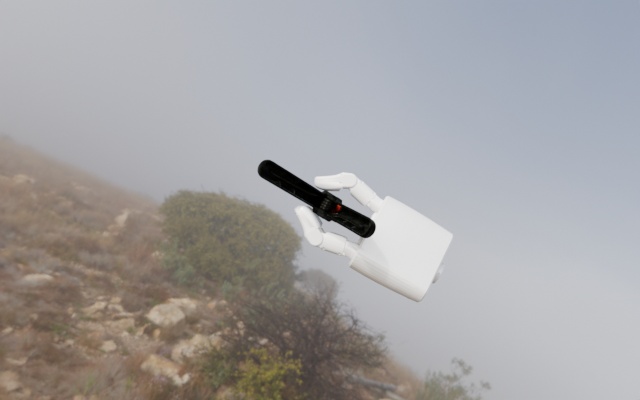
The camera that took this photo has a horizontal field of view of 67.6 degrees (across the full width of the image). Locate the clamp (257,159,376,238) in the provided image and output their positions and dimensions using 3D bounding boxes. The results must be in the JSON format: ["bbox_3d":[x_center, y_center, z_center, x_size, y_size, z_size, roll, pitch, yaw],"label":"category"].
[{"bbox_3d":[0.001,0.002,0.662,0.164,0.036,0.210,32,-1,6],"label":"clamp"}]
